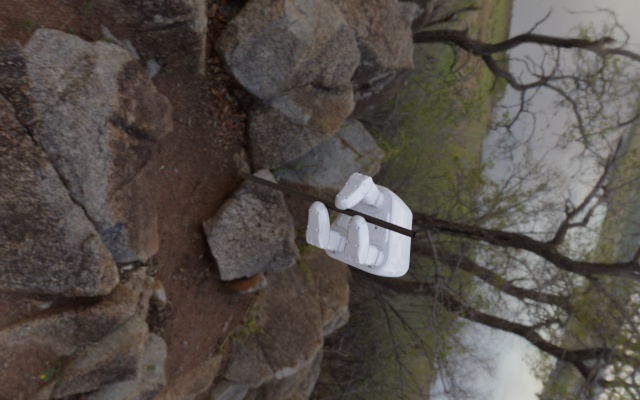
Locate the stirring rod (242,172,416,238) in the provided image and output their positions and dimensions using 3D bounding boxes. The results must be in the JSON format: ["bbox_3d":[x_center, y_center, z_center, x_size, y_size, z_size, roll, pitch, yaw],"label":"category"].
[{"bbox_3d":[0.000,0.002,0.565,0.239,0.011,0.011,19,9,29],"label":"stirring rod"}]
